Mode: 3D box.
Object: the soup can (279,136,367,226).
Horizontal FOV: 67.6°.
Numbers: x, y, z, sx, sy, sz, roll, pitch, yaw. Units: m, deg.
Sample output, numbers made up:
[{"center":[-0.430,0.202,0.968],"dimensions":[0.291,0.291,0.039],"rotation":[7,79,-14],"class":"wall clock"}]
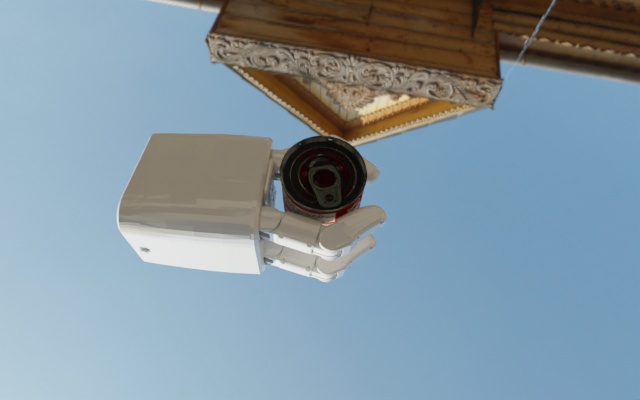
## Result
[{"center":[0.001,0.001,0.412],"dimensions":[0.068,0.068,0.102],"rotation":[0,-28,-3],"class":"soup can"}]
